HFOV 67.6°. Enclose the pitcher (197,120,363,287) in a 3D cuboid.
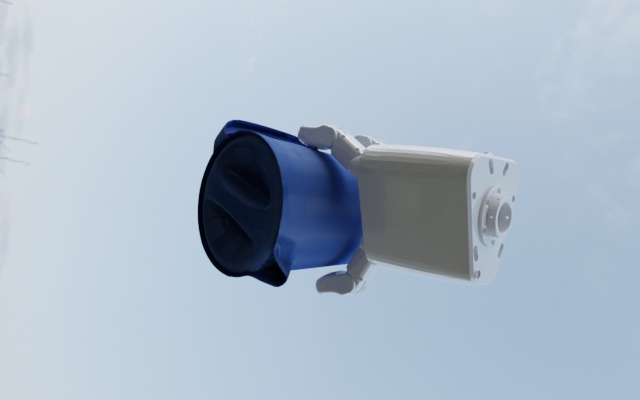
[{"bbox_3d":[0.000,0.002,0.515,0.243,0.149,0.145,6,3,-45],"label":"pitcher"}]
